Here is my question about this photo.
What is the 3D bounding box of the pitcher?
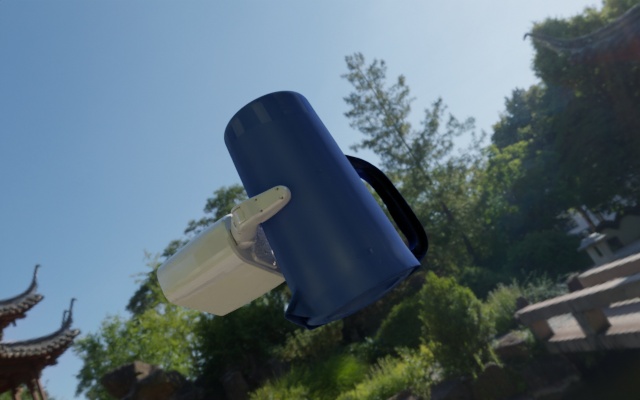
[{"bbox_3d":[0.000,0.002,0.522,0.145,0.242,0.149,-34,-18,16],"label":"pitcher"}]
